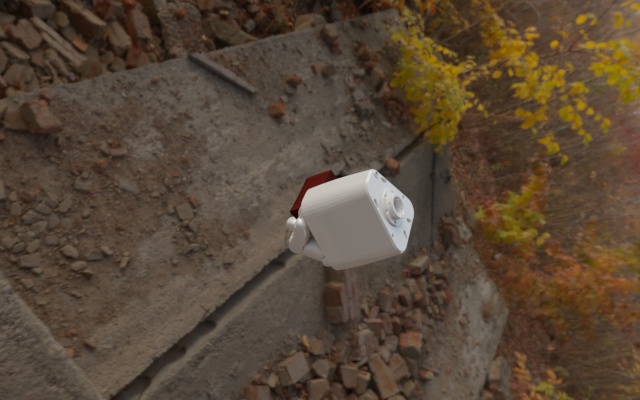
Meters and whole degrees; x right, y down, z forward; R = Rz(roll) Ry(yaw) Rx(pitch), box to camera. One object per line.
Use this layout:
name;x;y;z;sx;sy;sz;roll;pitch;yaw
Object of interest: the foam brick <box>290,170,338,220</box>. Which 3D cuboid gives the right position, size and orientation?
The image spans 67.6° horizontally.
foam brick;0.000;0.002;0.711;0.051;0.053;0.078;-19;33;37
